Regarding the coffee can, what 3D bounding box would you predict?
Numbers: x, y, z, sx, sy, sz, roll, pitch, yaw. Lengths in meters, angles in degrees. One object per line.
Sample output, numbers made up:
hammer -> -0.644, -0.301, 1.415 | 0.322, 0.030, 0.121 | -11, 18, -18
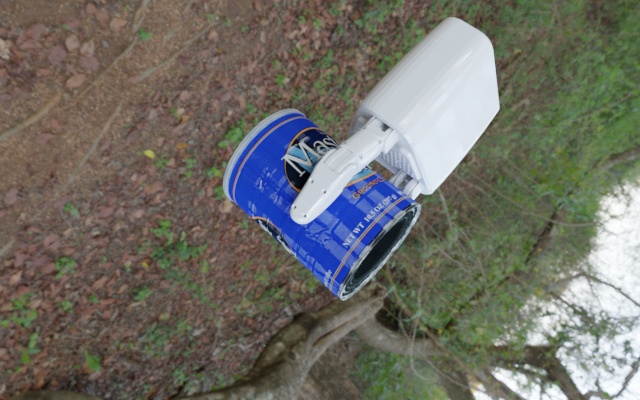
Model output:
coffee can -> 0.000, 0.001, 0.416 | 0.140, 0.103, 0.103 | 40, 15, 19
